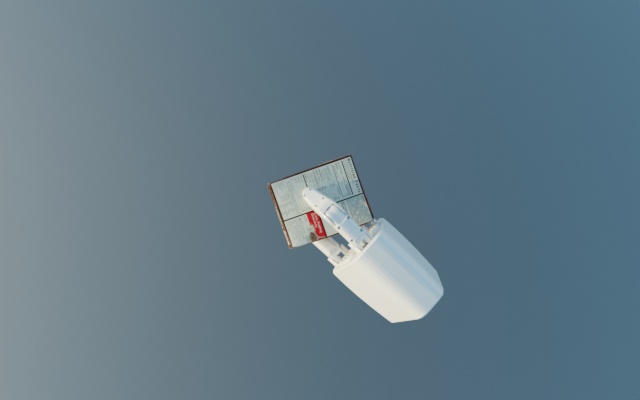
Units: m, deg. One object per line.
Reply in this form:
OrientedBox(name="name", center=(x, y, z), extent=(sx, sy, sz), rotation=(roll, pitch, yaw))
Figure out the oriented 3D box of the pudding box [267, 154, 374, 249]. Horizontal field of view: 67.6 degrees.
OrientedBox(name="pudding box", center=(0.000, 0.002, 0.600), extent=(0.113, 0.090, 0.039), rotation=(-19, 0, -6))
